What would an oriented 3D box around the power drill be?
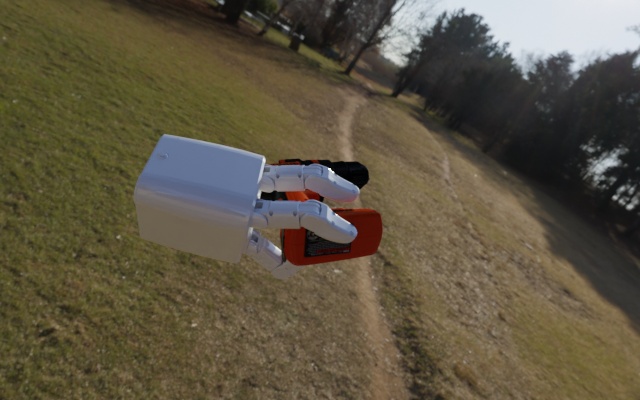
[{"bbox_3d":[0.000,0.002,0.564,0.184,0.057,0.187,-7,25,-18],"label":"power drill"}]
